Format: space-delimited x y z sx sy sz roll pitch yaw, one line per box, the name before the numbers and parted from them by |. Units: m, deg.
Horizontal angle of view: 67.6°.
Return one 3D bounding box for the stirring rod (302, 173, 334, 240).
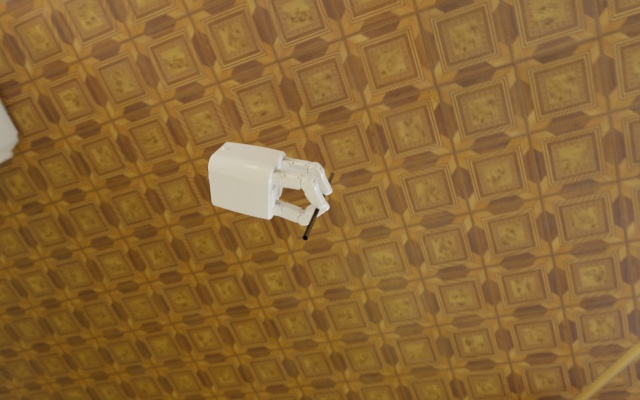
stirring rod | 0.000 0.003 0.796 0.011 0.011 0.239 0 26 12
